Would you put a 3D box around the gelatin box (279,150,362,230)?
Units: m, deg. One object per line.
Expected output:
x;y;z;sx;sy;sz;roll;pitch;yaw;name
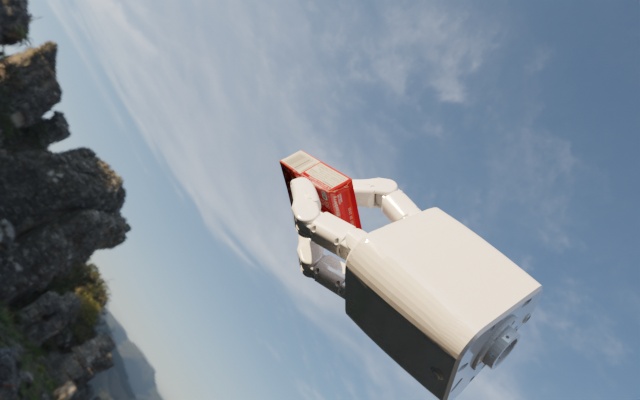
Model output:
0.000;0.001;0.455;0.030;0.073;0.089;-28;36;-22;gelatin box
